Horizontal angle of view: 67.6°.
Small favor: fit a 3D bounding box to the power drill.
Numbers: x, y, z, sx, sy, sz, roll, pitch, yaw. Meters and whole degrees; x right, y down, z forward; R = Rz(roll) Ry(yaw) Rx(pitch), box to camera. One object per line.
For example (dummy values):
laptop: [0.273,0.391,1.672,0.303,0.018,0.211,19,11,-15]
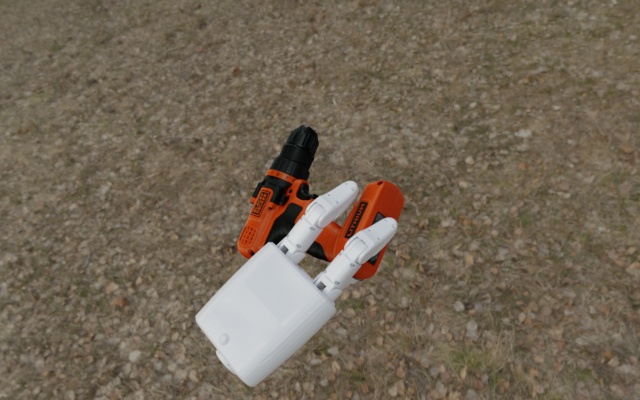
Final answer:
power drill: [0.000,0.002,0.555,0.187,0.184,0.057,14,-13,42]
